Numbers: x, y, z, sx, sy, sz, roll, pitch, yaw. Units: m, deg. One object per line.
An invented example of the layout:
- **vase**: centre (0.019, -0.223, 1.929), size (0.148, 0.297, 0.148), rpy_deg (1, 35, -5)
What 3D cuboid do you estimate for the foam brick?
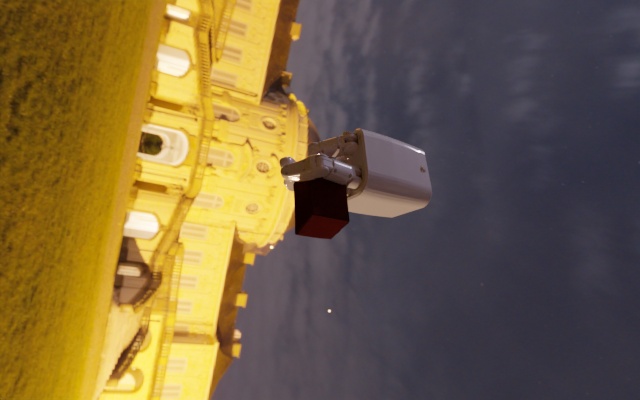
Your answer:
- **foam brick**: centre (0.000, 0.002, 0.601), size (0.051, 0.078, 0.053), rpy_deg (13, -35, -24)
